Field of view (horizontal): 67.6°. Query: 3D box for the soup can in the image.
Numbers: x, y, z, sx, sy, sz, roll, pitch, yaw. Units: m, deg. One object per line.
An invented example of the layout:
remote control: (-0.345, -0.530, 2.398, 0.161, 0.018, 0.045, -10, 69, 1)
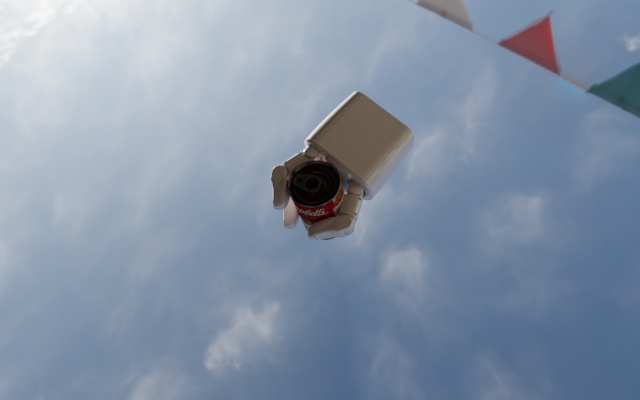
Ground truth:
soup can: (0.000, 0.003, 0.637, 0.068, 0.068, 0.102, 0, -29, 11)
